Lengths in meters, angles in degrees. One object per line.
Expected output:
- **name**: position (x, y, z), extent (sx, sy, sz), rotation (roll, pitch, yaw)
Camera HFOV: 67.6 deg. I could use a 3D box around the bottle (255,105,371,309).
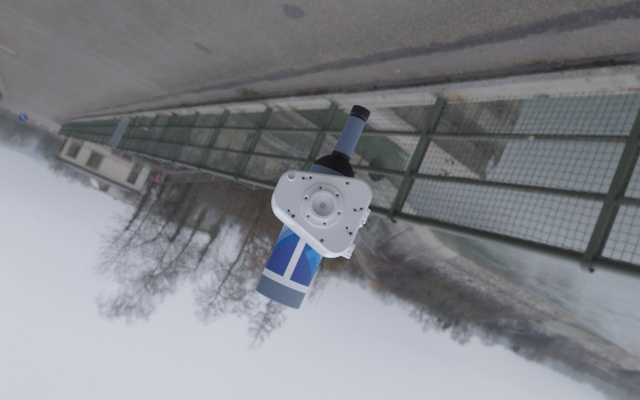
- **bottle**: position (0.000, 0.002, 0.671), extent (0.069, 0.295, 0.069), rotation (24, -6, 3)
